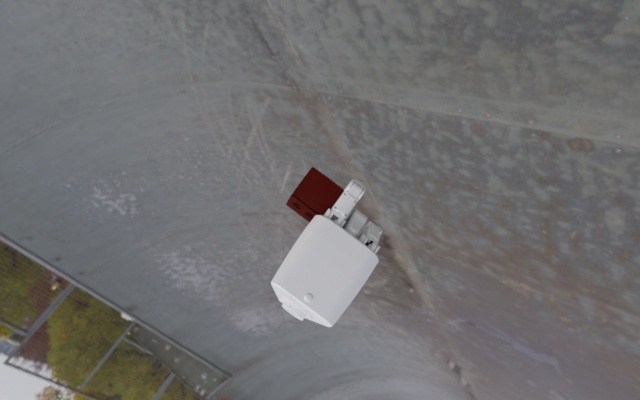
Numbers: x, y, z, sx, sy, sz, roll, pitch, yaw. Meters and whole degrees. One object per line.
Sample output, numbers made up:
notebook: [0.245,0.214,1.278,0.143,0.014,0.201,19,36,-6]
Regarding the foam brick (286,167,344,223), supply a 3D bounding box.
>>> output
foam brick: [0.000,0.002,0.649,0.078,0.051,0.053,37,-18,-1]
